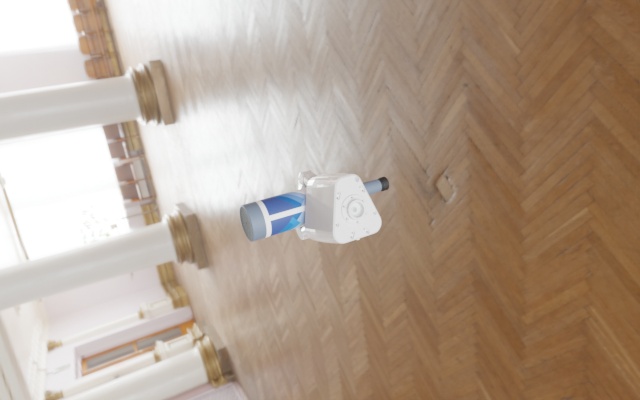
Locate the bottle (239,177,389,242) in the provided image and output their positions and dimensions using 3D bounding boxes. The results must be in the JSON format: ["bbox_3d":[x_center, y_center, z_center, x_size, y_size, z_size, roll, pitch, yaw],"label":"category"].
[{"bbox_3d":[0.000,0.003,0.888,0.295,0.069,0.069,-16,7,-24],"label":"bottle"}]
